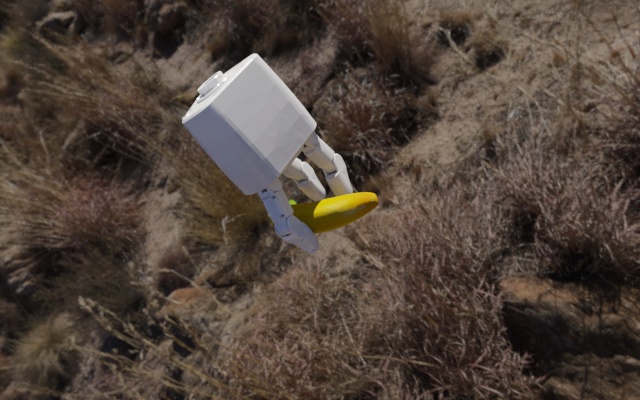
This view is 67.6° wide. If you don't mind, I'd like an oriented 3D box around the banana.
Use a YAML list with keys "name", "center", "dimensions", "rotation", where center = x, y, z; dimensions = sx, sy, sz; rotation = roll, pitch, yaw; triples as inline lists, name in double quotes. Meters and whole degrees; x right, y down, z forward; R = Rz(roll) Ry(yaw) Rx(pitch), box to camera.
- name: "banana"
  center: [-0.014, 0.014, 0.582]
  dimensions: [0.069, 0.037, 0.198]
  rotation: [-45, 23, -25]
